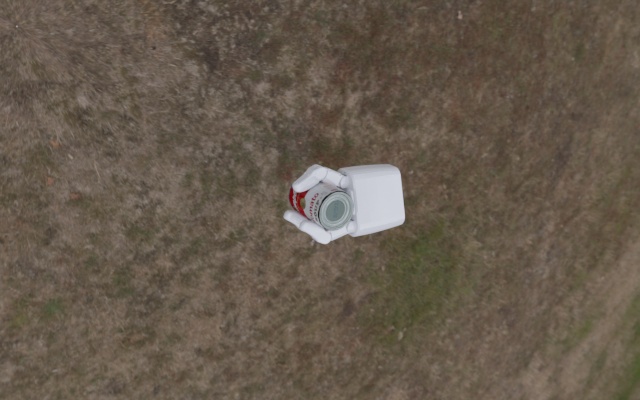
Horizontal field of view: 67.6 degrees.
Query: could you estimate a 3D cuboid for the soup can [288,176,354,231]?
[{"bbox_3d":[0.000,0.003,0.786,0.068,0.068,0.102,0,17,-32],"label":"soup can"}]
